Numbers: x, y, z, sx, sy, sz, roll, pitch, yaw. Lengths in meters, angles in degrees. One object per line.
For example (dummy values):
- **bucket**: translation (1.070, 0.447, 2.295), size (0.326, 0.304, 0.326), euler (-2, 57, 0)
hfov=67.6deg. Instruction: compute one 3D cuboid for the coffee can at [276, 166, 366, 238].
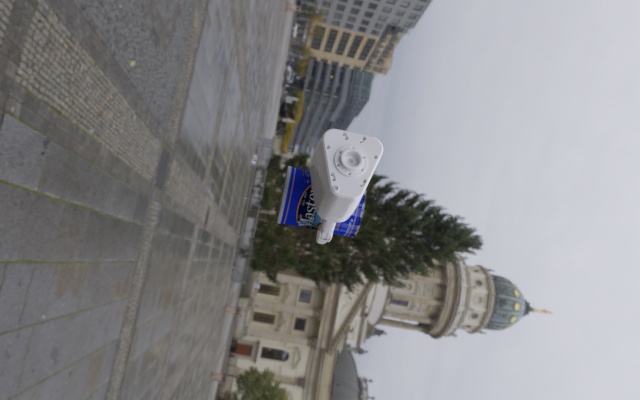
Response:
- **coffee can**: translation (0.000, 0.003, 0.847), size (0.140, 0.103, 0.103), euler (11, -1, -6)
